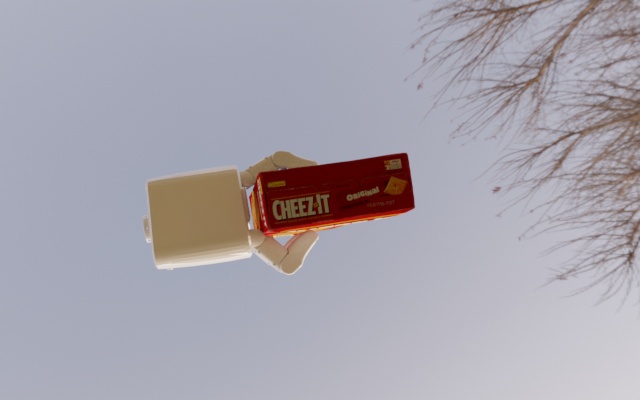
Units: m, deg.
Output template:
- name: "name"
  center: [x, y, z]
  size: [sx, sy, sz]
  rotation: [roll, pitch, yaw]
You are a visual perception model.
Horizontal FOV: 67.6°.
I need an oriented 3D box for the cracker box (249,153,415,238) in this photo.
- name: "cracker box"
  center: [0.000, 0.002, 0.598]
  size: [0.164, 0.072, 0.214]
  rotation: [-9, -3, -12]
